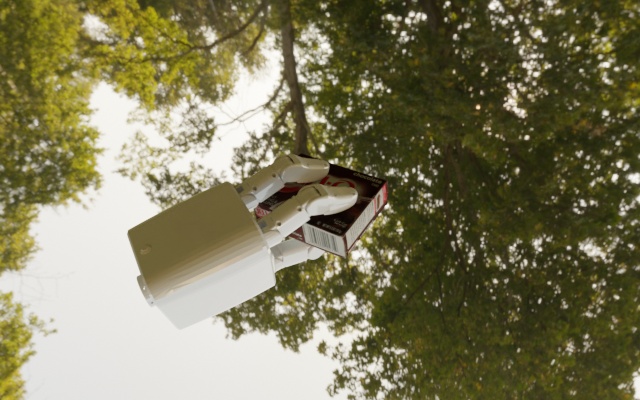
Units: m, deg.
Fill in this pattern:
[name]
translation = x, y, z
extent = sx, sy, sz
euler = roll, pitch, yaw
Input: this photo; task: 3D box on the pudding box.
[pudding box]
translation = 0.000, 0.002, 0.494
extent = 0.113, 0.039, 0.090
euler = 21, 51, 26
